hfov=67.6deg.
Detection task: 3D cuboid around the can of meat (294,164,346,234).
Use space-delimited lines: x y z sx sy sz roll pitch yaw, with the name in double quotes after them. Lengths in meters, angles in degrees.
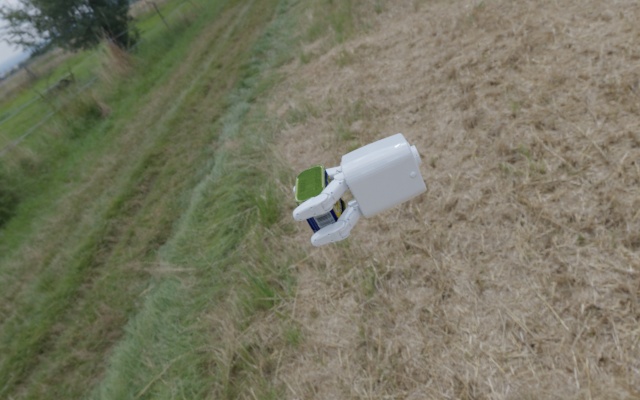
0.000 0.002 0.769 0.057 0.084 0.102 -21 32 13 "can of meat"
